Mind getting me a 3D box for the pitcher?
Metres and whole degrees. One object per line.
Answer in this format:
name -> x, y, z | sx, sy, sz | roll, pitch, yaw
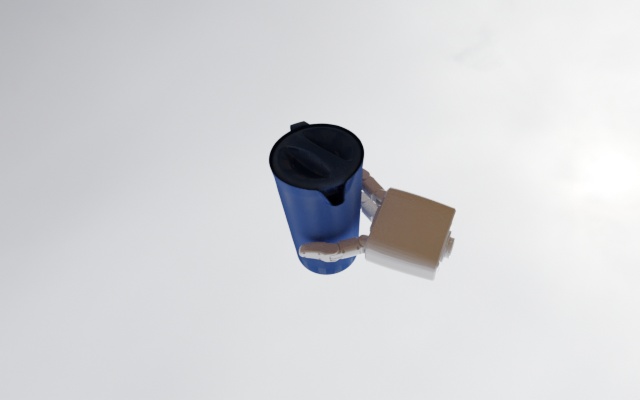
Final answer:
pitcher -> 0.000, 0.003, 0.752 | 0.145, 0.149, 0.243 | 16, -37, 18
